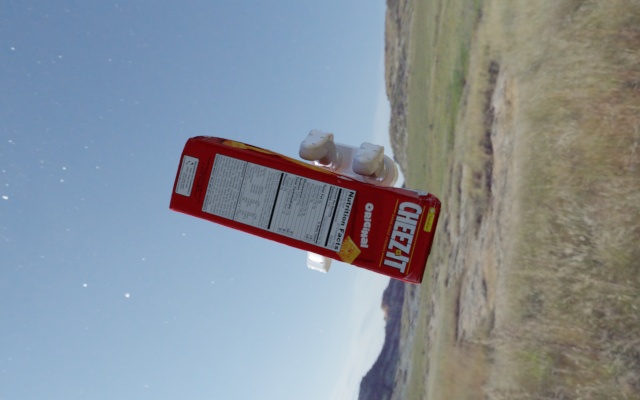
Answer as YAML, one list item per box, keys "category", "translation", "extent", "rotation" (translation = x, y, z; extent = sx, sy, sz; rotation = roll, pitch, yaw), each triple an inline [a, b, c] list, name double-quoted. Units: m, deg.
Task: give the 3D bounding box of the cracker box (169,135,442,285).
- category: "cracker box"
  translation: [0.000, 0.002, 0.443]
  extent: [0.213, 0.072, 0.164]
  rotation: [15, 5, 13]
